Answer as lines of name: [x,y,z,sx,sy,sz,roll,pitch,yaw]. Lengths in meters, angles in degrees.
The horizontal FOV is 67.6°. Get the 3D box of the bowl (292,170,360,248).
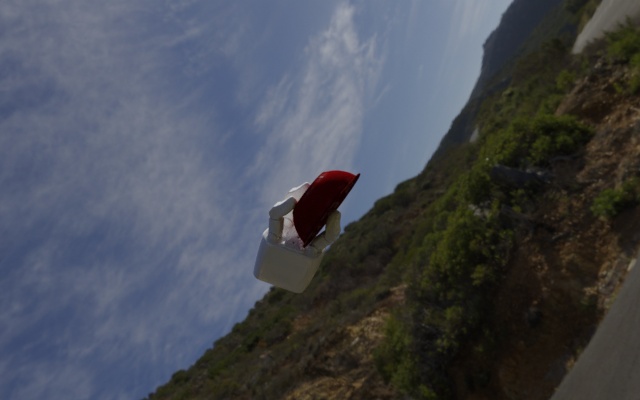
bowl: [0.000,0.001,0.826,0.055,0.162,0.162,38,4,5]
